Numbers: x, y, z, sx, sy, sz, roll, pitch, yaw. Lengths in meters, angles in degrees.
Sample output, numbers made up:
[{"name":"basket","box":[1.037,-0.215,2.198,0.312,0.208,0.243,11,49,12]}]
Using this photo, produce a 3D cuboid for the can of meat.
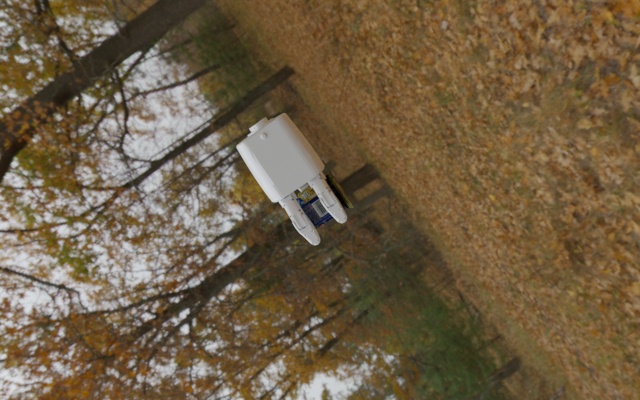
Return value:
[{"name":"can of meat","box":[0.000,0.003,0.790,0.084,0.057,0.102,-34,15,3]}]
